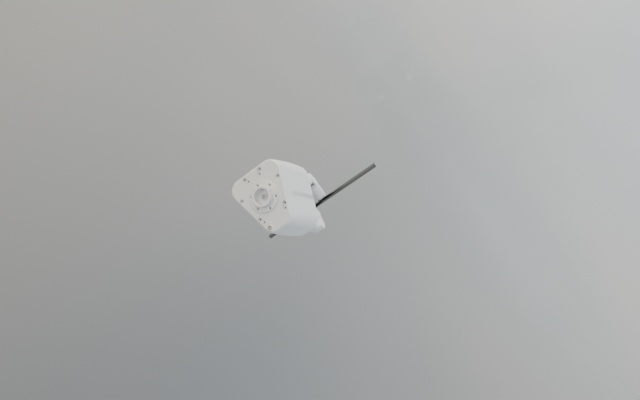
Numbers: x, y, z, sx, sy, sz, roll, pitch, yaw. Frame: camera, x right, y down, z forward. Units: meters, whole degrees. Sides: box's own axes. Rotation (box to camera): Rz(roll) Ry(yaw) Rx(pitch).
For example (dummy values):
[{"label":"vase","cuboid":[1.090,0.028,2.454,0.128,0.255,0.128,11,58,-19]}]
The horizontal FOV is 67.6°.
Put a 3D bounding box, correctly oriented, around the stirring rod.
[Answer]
[{"label":"stirring rod","cuboid":[0.000,0.003,0.875,0.239,0.011,0.011,-34,-10,15]}]
